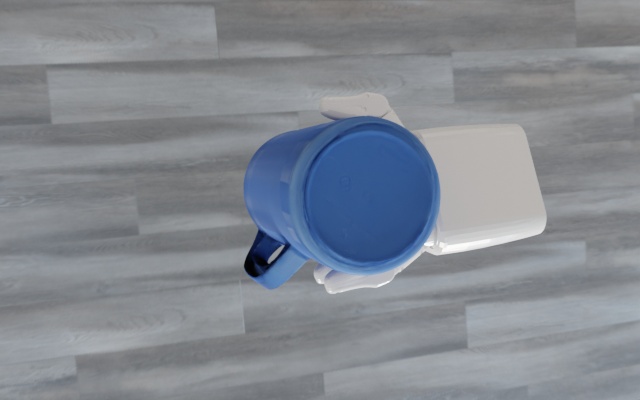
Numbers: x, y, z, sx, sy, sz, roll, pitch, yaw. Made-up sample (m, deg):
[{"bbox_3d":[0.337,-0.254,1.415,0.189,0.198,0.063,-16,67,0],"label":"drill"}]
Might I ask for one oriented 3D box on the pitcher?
[{"bbox_3d":[0.000,0.001,0.427,0.145,0.149,0.243,-8,4,-12],"label":"pitcher"}]
